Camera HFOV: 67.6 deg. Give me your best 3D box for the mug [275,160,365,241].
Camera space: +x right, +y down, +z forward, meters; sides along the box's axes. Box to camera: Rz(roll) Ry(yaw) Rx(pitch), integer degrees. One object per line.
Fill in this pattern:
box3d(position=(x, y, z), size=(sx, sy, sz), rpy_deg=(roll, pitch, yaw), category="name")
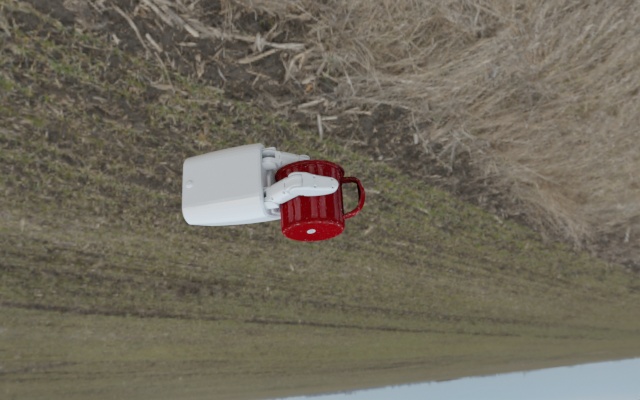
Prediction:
box3d(position=(0.002, 0.002, 0.616), size=(0.117, 0.081, 0.093), rpy_deg=(-8, -22, 10), category="mug")
